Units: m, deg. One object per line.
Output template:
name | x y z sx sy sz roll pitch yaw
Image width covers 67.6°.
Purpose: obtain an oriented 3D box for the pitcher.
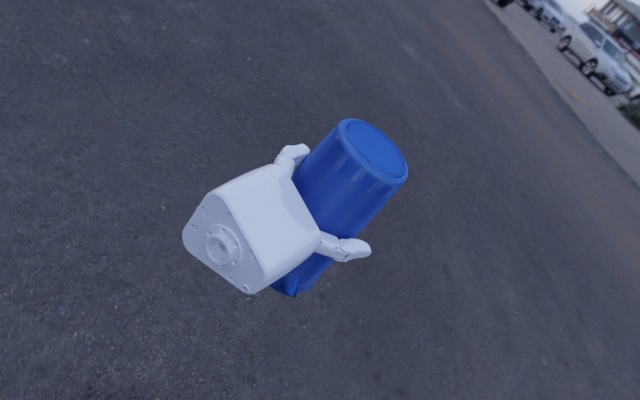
pitcher | 0.000 0.002 0.649 0.243 0.149 0.145 -48 -12 34
